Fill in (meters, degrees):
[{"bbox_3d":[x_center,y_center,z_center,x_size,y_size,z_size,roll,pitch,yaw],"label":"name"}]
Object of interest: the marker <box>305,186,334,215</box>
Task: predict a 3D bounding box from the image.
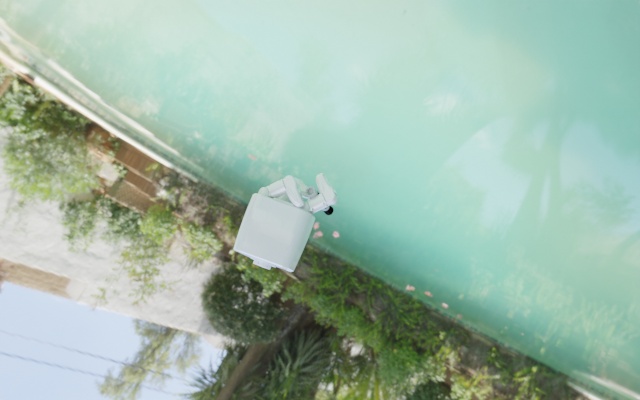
[{"bbox_3d":[0.000,0.003,0.887,0.020,0.020,0.121,0,-18,18],"label":"marker"}]
